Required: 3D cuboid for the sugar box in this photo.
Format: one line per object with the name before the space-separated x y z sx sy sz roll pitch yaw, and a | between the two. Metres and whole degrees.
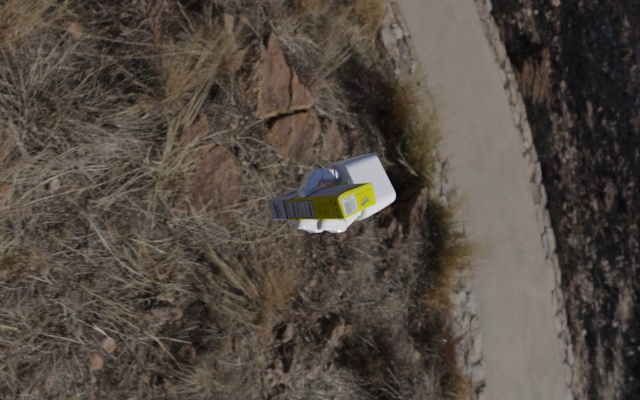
sugar box | 0.000 0.003 0.850 0.176 0.048 0.093 -6 12 45
